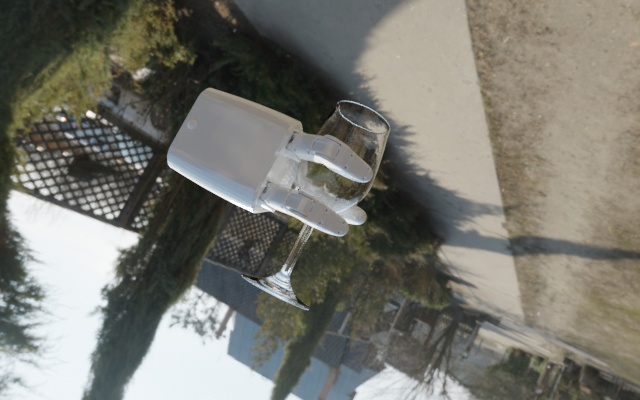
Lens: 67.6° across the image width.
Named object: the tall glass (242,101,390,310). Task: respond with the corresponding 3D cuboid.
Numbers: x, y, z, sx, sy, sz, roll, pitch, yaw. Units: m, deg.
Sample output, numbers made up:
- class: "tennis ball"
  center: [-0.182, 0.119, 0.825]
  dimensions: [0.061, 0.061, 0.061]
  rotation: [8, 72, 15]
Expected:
- class: "tall glass"
  center: [0.000, 0.002, 0.480]
  dimensions: [0.079, 0.201, 0.079]
  rotation: [27, -8, 4]
